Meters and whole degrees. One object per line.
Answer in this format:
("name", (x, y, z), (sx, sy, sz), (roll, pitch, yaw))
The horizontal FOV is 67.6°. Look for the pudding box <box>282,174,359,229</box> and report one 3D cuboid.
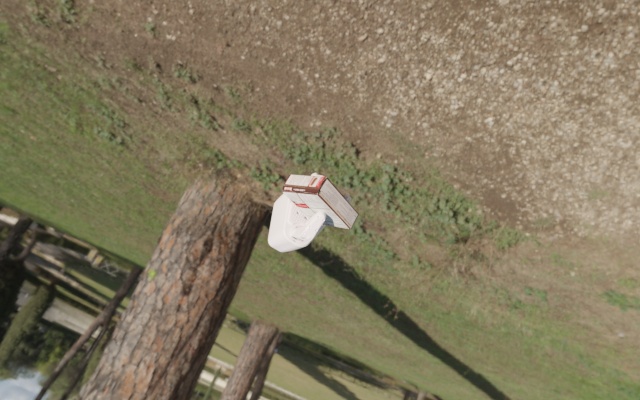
("pudding box", (0.000, 0.003, 0.825), (0.090, 0.039, 0.113), (6, -29, 42))
